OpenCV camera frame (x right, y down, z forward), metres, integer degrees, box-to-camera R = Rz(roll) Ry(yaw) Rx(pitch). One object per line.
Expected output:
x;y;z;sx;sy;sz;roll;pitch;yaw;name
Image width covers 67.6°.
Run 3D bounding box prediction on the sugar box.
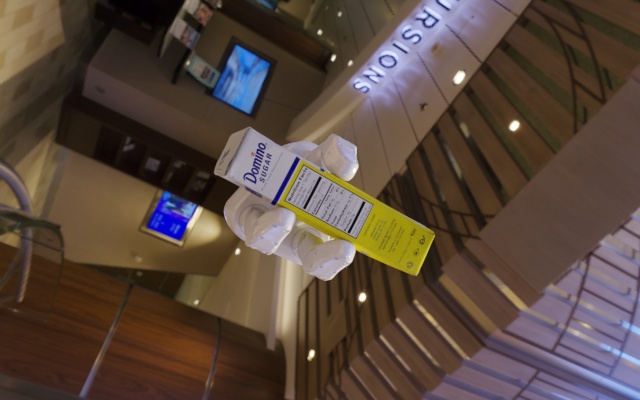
0.000;0.002;0.402;0.176;0.048;0.093;26;-4;-18;sugar box
